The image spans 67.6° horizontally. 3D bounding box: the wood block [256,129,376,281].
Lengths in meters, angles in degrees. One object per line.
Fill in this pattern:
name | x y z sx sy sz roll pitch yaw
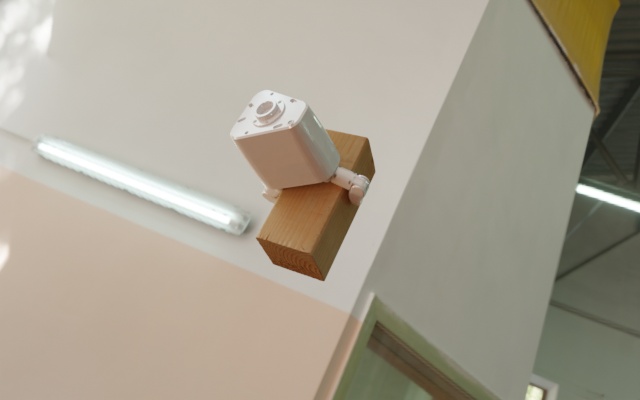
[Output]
wood block | 0.000 0.002 0.717 0.091 0.206 0.090 15 -28 24
